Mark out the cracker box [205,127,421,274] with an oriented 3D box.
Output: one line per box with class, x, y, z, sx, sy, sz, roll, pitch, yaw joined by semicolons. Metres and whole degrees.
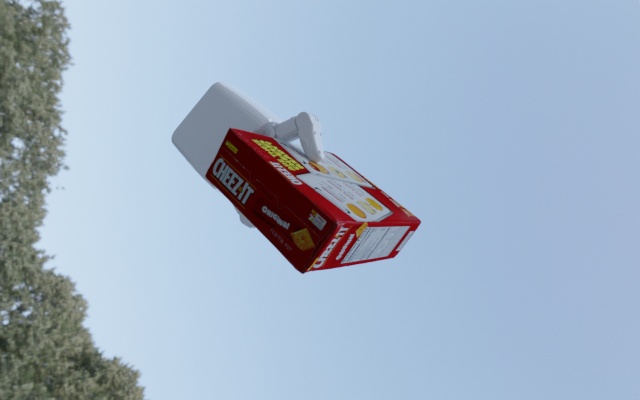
cracker box;0.000;0.002;0.551;0.164;0.072;0.214;41;19;26
